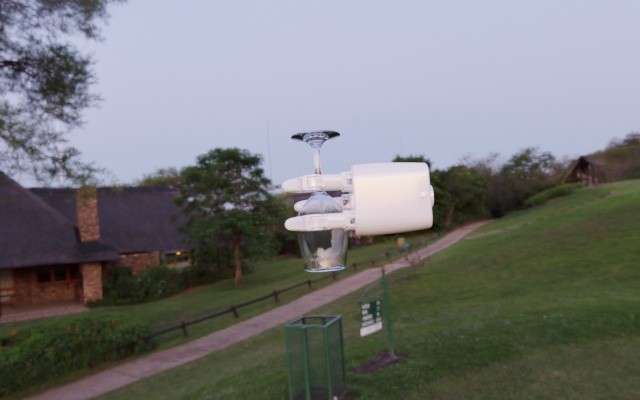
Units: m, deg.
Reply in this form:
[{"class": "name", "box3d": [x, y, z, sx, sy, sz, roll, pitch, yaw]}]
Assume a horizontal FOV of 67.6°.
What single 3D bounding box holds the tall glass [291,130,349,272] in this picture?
[{"class": "tall glass", "box3d": [0.000, 0.002, 0.706, 0.079, 0.201, 0.079, -4, -3, 0]}]
